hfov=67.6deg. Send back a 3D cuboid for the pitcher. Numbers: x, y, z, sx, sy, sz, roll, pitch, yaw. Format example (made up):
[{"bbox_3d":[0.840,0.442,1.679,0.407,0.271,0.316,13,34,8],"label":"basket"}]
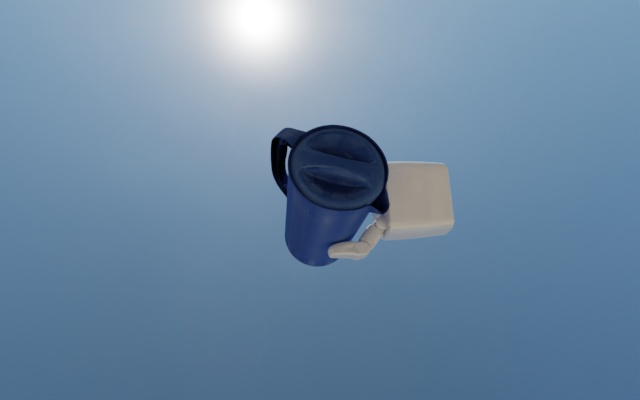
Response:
[{"bbox_3d":[0.000,0.002,0.718,0.145,0.149,0.243,-3,-28,-11],"label":"pitcher"}]
